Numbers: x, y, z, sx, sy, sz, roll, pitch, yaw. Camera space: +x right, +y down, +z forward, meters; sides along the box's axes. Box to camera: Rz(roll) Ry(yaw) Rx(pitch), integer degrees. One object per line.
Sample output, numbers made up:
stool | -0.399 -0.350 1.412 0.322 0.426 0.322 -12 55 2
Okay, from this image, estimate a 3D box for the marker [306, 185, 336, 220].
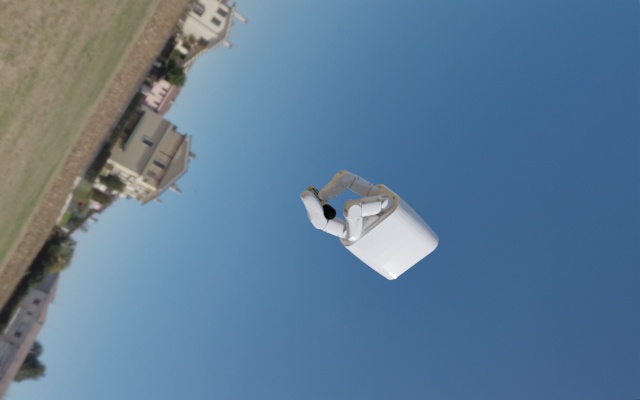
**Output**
marker | 0.000 0.002 0.744 0.020 0.020 0.121 0 18 -16
